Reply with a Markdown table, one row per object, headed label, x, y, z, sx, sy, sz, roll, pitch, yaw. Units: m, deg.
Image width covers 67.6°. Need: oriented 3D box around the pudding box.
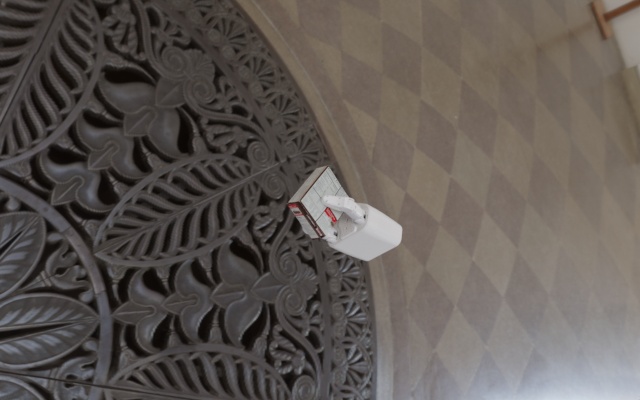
| label | x | y | z | sx | sy | sz | roll | pitch | yaw |
| --- | --- | --- | --- | --- | --- | --- | --- | --- | --- |
| pudding box | 0.000 | 0.003 | 0.884 | 0.039 | 0.090 | 0.113 | -15 | 28 | 43 |
